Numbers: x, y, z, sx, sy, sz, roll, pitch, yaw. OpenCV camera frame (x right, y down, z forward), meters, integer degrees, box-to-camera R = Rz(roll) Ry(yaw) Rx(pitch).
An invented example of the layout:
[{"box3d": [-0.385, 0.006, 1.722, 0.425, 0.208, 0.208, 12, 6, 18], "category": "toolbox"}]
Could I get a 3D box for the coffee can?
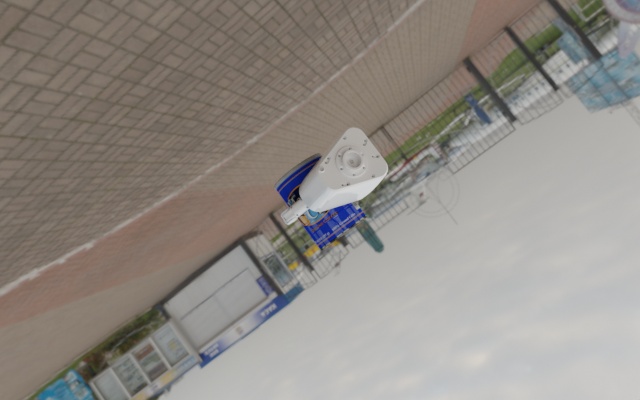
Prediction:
[{"box3d": [0.000, 0.003, 0.844, 0.103, 0.140, 0.103, -36, -4, -3], "category": "coffee can"}]
